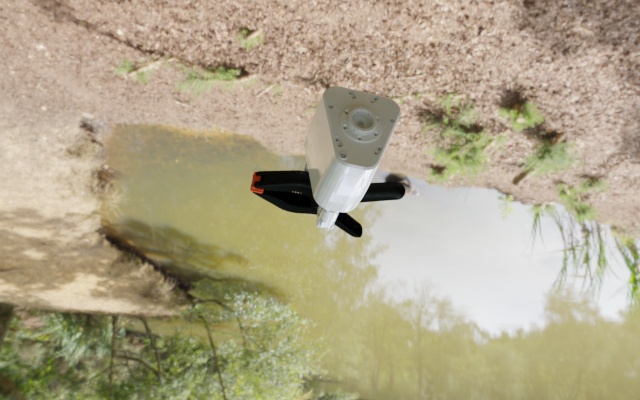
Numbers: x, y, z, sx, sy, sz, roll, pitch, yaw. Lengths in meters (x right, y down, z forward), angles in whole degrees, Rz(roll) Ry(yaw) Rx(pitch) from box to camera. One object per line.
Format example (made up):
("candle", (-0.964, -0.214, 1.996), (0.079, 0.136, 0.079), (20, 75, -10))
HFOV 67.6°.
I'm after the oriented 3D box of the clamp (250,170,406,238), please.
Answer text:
("clamp", (0.000, 0.003, 0.709), (0.210, 0.036, 0.165), (11, -30, -7))
